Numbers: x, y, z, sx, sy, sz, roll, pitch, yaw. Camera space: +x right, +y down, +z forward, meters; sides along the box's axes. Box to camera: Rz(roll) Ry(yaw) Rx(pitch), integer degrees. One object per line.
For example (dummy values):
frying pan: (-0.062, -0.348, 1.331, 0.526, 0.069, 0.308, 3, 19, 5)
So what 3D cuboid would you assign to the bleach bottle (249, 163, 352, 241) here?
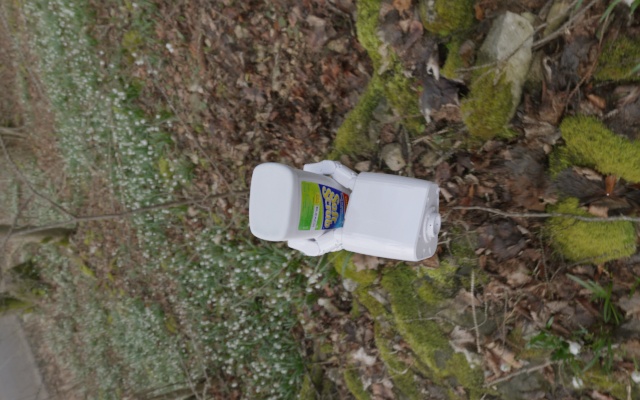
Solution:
bleach bottle: (0.000, 0.002, 0.704, 0.068, 0.102, 0.251, 8, 5, 31)
